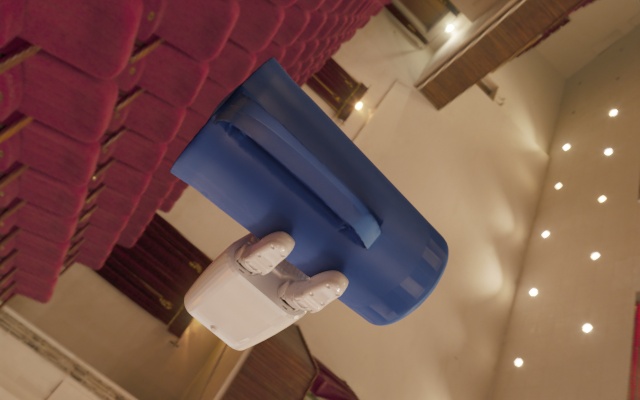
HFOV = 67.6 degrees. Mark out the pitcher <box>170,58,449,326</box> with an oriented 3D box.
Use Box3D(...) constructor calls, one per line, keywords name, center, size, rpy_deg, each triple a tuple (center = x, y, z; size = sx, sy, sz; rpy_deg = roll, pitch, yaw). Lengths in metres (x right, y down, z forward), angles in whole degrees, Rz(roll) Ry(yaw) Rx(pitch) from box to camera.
Box3D(name="pitcher", center=(0.000, 0.001, 0.426), size=(0.145, 0.243, 0.149), rpy_deg=(-41, 12, 36))
